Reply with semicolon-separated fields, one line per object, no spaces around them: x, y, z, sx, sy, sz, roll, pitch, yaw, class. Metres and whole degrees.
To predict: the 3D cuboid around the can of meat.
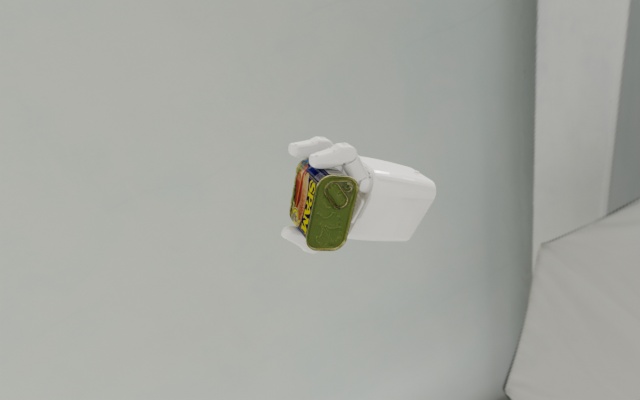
0.000;0.002;0.627;0.057;0.102;0.084;3;21;-24;can of meat
